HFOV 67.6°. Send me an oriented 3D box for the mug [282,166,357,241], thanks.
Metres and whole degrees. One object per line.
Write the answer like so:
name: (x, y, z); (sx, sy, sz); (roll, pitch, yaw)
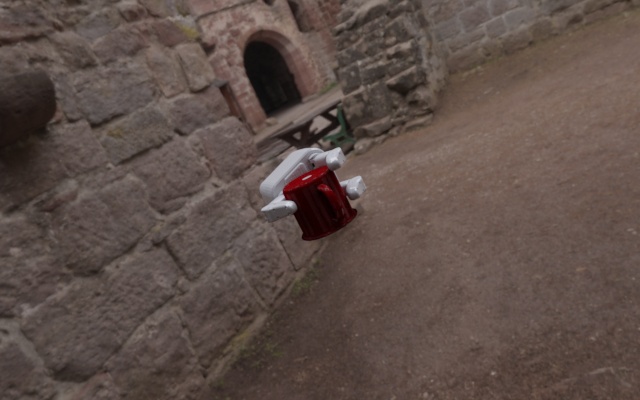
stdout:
mug: (0.000, 0.002, 0.693); (0.093, 0.081, 0.117); (-30, 14, -15)
